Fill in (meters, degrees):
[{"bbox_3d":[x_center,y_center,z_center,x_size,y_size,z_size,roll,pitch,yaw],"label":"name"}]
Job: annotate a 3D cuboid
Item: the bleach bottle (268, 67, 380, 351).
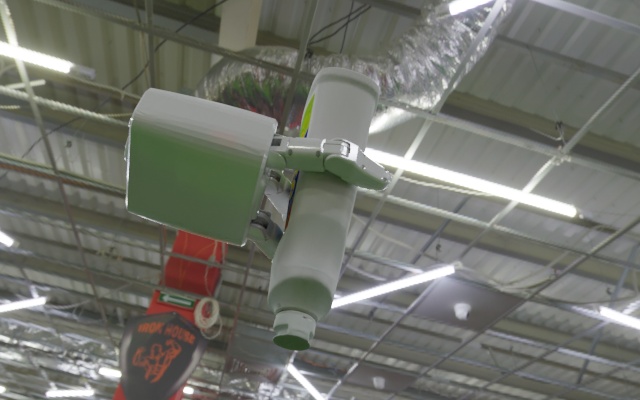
[{"bbox_3d":[0.000,0.001,0.416,0.068,0.250,0.103,16,-38,-6],"label":"bleach bottle"}]
